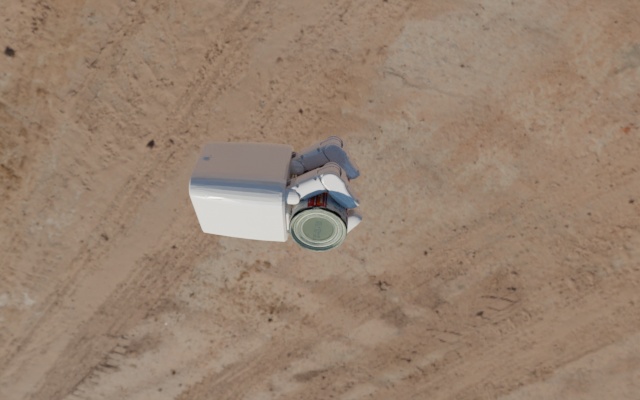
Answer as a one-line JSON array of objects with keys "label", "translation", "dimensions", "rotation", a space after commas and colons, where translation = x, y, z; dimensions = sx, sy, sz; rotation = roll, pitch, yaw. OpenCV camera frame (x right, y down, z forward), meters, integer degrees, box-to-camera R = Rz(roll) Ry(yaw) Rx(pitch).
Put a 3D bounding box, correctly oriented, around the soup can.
[{"label": "soup can", "translation": [0.001, 0.002, 0.567], "dimensions": [0.068, 0.069, 0.102], "rotation": [0, 39, 5]}]
